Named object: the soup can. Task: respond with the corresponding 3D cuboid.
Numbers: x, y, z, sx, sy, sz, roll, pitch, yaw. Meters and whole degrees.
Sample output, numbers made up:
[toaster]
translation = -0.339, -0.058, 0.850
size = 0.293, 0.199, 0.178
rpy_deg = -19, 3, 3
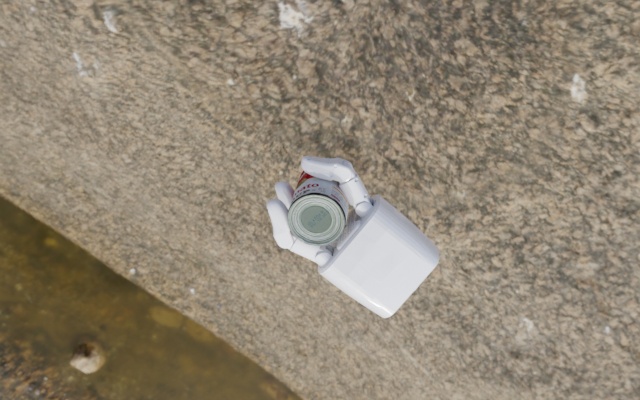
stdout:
[soup can]
translation = 0.000, 0.002, 0.574
size = 0.068, 0.068, 0.102
rpy_deg = 0, 25, 6
